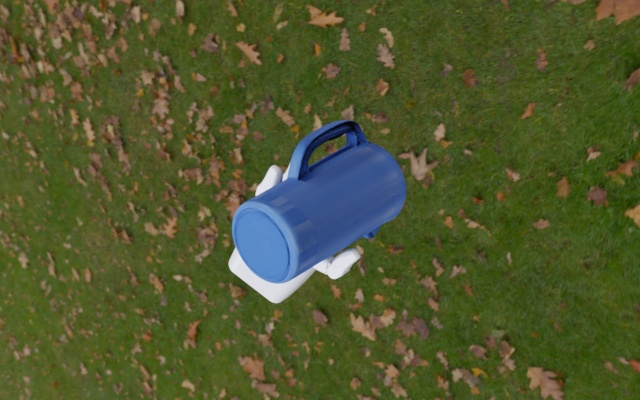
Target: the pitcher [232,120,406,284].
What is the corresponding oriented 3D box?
[{"bbox_3d":[0.000,0.002,0.642,0.242,0.149,0.145,-29,-18,-46],"label":"pitcher"}]
